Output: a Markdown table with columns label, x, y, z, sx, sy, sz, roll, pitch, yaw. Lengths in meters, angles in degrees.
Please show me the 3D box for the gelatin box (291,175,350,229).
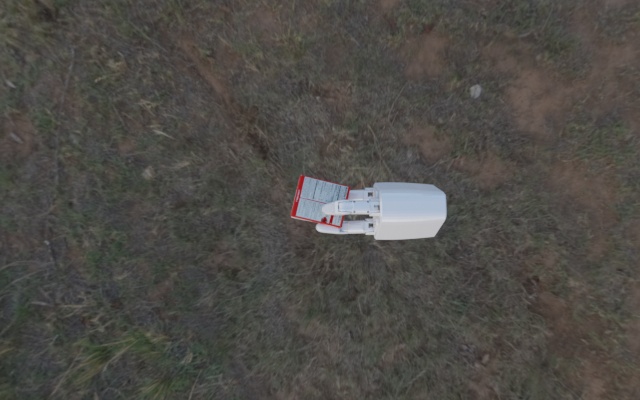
| label | x | y | z | sx | sy | sz | roll | pitch | yaw |
| --- | --- | --- | --- | --- | --- | --- | --- | --- | --- |
| gelatin box | 0.000 | 0.003 | 0.811 | 0.089 | 0.073 | 0.030 | 13 | -6 | -3 |
